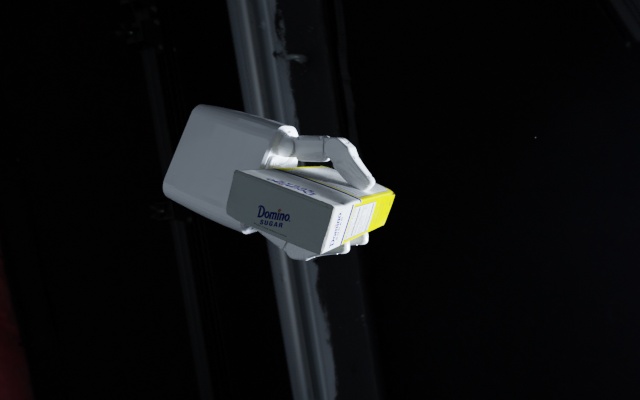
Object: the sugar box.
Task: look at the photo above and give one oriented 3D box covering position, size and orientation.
[{"bbox_3d":[0.000,0.002,0.445,0.093,0.048,0.176,21,15,21],"label":"sugar box"}]
